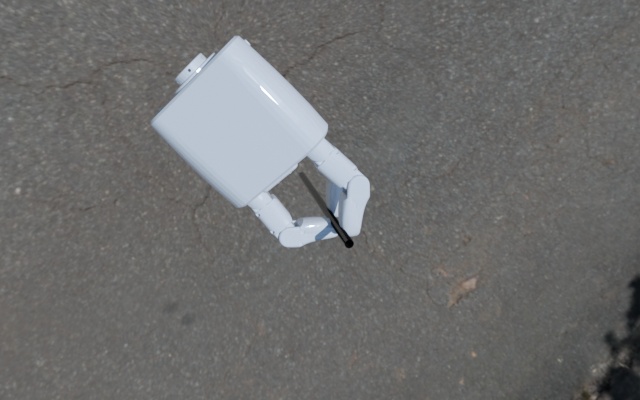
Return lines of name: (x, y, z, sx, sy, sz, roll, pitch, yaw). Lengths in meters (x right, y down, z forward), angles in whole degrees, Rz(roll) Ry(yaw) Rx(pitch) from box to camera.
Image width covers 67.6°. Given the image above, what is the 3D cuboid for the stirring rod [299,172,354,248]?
stirring rod: (0.000, 0.002, 0.520, 0.011, 0.011, 0.239, 0, 17, -12)
